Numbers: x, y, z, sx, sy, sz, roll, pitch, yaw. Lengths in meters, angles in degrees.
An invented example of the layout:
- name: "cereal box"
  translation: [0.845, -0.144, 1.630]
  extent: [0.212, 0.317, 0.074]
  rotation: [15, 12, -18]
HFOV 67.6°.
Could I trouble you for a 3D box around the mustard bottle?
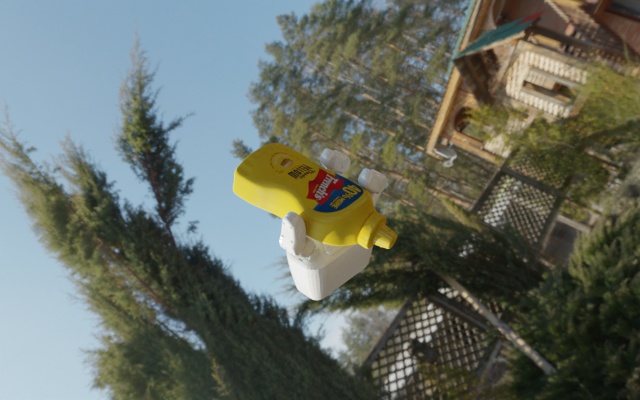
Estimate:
- name: "mustard bottle"
  translation: [0.000, 0.001, 0.546]
  extent: [0.191, 0.058, 0.096]
  rotation: [29, 37, 21]
